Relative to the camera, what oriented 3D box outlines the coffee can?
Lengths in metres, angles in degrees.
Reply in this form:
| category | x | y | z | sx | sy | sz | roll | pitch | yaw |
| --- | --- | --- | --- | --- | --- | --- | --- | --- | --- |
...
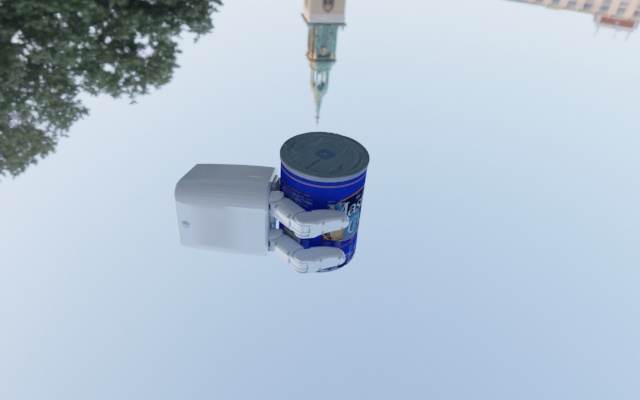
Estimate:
| category | x | y | z | sx | sy | sz | roll | pitch | yaw |
| --- | --- | --- | --- | --- | --- | --- | --- | --- | --- |
| coffee can | 0.000 | 0.002 | 0.582 | 0.103 | 0.140 | 0.102 | 3 | 36 | -2 |
